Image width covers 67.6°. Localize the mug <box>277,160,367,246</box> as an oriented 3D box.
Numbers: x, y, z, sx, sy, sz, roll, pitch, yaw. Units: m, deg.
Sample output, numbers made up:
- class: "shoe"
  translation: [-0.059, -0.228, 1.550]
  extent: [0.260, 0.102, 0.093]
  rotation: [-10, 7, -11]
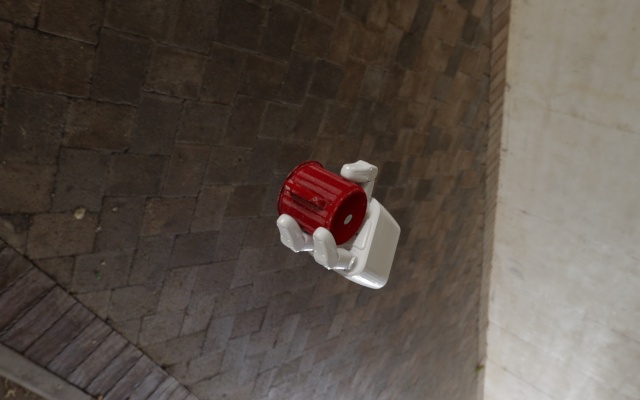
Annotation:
- class: "mug"
  translation: [0.000, 0.002, 0.598]
  extent: [0.081, 0.093, 0.117]
  rotation: [28, -4, 33]
